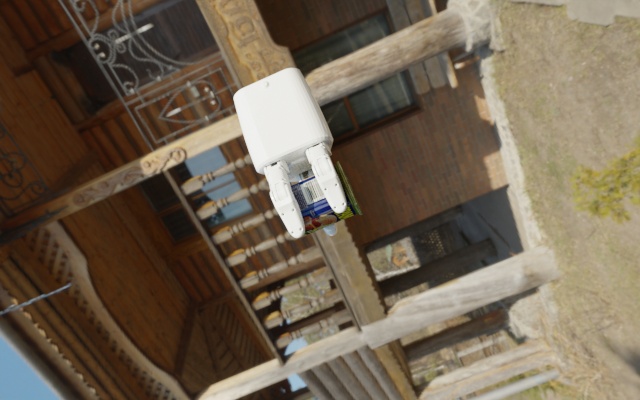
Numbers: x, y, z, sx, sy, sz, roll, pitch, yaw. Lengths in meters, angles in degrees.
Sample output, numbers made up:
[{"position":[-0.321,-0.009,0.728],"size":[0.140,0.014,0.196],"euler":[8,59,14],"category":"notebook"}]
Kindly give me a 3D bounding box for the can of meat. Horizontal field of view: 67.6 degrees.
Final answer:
[{"position":[0.000,0.002,0.591],"size":[0.084,0.057,0.102],"euler":[-23,-14,5],"category":"can of meat"}]
